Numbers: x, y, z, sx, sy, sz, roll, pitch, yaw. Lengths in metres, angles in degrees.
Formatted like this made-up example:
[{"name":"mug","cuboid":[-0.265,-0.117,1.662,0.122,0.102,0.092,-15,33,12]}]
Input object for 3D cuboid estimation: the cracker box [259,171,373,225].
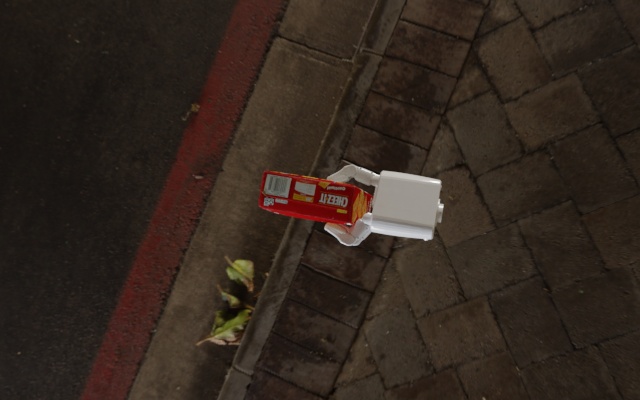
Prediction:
[{"name":"cracker box","cuboid":[0.000,0.003,0.889,0.164,0.072,0.214,10,-2,14]}]
